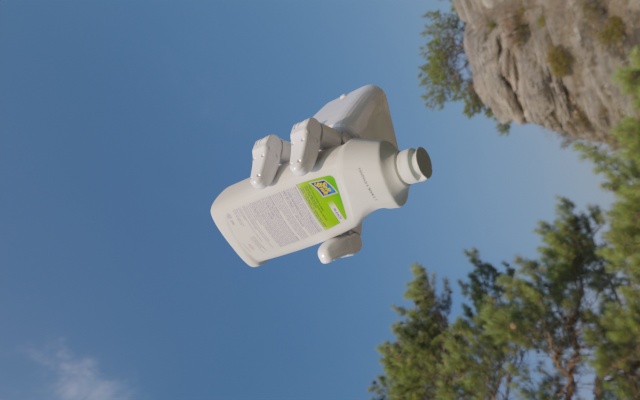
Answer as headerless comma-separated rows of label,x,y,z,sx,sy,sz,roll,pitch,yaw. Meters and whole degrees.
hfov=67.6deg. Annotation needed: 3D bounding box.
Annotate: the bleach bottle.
bleach bottle,0.000,0.002,0.495,0.251,0.103,0.068,-16,28,38
